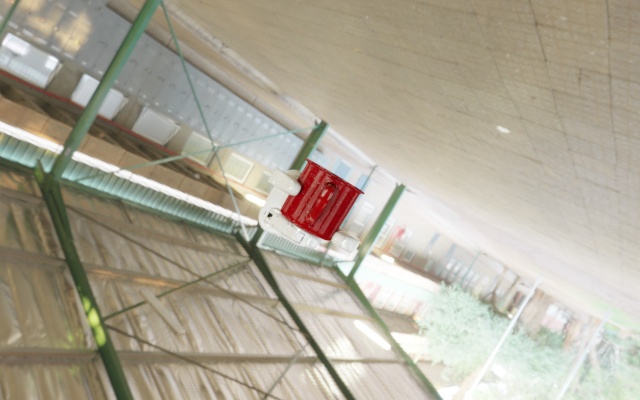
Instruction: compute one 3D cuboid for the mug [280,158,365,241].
[{"bbox_3d":[0.000,0.002,0.629,0.093,0.081,0.117,31,2,-5],"label":"mug"}]
